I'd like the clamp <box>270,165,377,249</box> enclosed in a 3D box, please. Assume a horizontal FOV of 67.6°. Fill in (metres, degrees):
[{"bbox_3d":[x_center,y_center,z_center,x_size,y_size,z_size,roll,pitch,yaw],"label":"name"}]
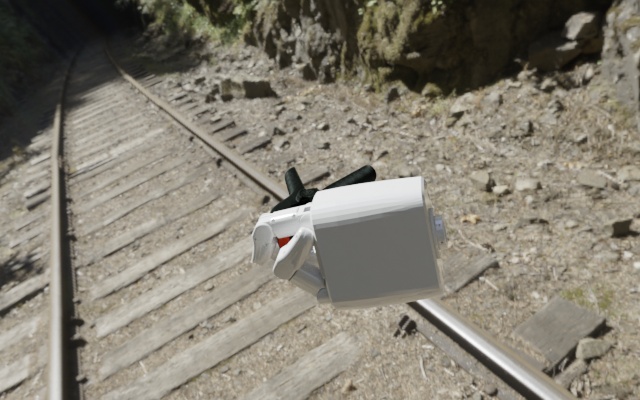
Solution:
[{"bbox_3d":[0.000,0.001,0.550,0.120,0.039,0.171,-10,30,17],"label":"clamp"}]
